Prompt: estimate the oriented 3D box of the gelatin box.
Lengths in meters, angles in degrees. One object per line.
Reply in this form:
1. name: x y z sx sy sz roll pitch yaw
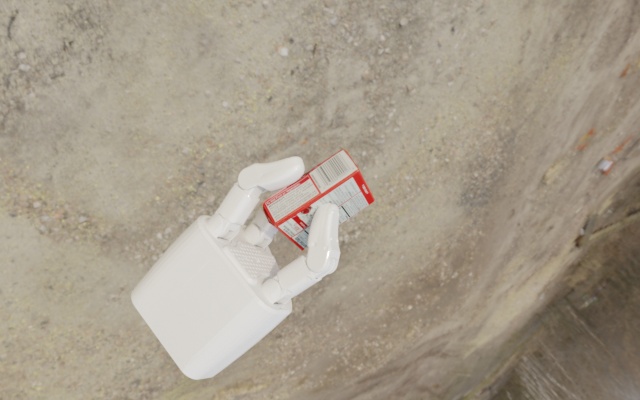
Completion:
1. gelatin box: 0.001 0.002 0.435 0.089 0.030 0.073 -34 -28 3
